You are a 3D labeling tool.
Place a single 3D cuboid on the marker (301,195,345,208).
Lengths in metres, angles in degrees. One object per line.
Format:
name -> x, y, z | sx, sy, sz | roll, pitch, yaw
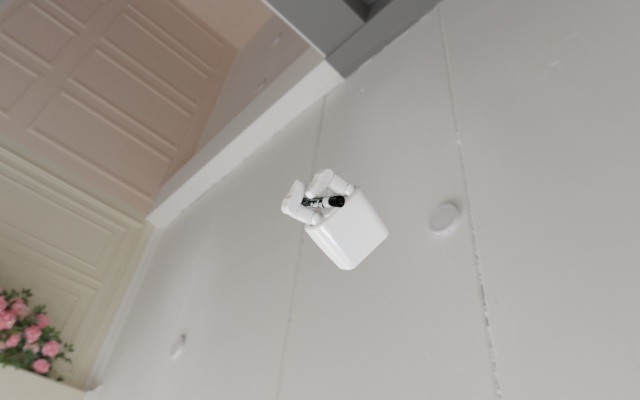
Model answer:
marker -> 0.000, 0.002, 0.758 | 0.020, 0.020, 0.121 | 0, -1, -33
